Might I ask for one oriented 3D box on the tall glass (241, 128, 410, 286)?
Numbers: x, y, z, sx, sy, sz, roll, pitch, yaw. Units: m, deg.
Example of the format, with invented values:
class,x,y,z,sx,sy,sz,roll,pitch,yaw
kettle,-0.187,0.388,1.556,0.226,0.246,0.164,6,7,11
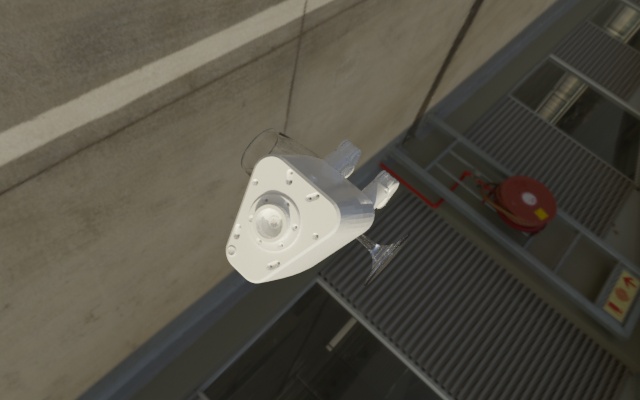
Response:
class,x,y,z,sx,sy,sz,roll,pitch,yaw
tall glass,0.001,0.002,0.543,0.201,0.079,0.079,41,12,15
